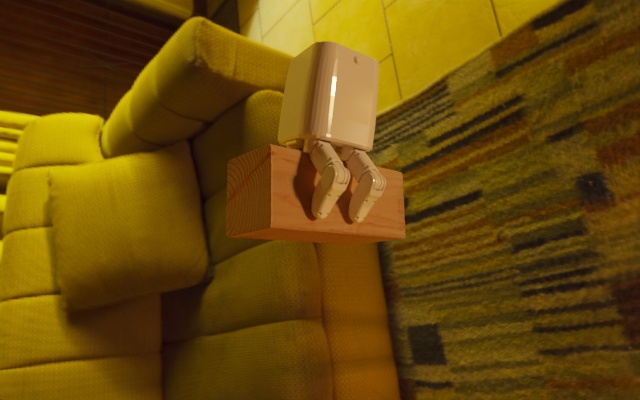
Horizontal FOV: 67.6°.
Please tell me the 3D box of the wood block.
[{"bbox_3d":[0.000,0.002,0.575,0.206,0.090,0.091,8,-14,-39],"label":"wood block"}]
